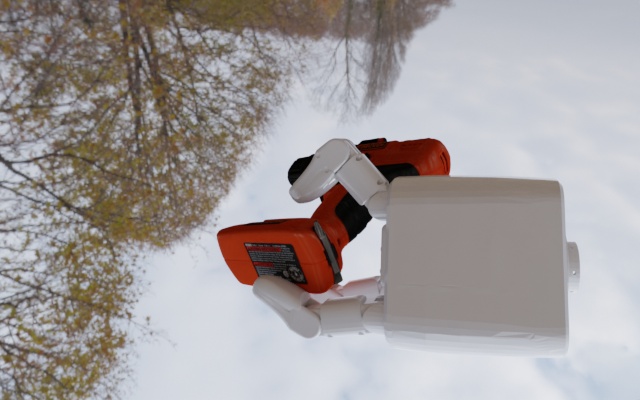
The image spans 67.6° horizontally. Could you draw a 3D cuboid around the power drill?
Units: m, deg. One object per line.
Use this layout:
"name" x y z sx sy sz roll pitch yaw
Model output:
"power drill" 0.000 0.002 0.425 0.184 0.057 0.187 -5 27 42
